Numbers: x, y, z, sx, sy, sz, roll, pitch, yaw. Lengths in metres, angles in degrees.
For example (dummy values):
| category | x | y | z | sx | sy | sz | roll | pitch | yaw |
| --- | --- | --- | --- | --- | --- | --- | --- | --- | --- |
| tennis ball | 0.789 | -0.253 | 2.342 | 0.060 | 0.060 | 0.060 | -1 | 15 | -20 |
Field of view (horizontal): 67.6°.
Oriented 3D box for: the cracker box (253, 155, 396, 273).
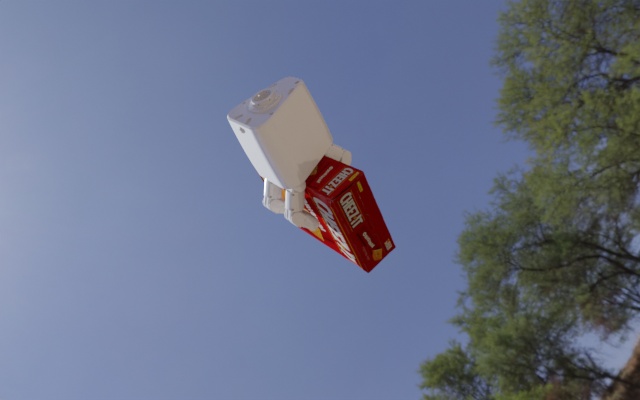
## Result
| category | x | y | z | sx | sy | sz | roll | pitch | yaw |
| --- | --- | --- | --- | --- | --- | --- | --- | --- | --- |
| cracker box | 0.000 | 0.002 | 0.751 | 0.072 | 0.164 | 0.213 | -43 | 41 | -17 |
